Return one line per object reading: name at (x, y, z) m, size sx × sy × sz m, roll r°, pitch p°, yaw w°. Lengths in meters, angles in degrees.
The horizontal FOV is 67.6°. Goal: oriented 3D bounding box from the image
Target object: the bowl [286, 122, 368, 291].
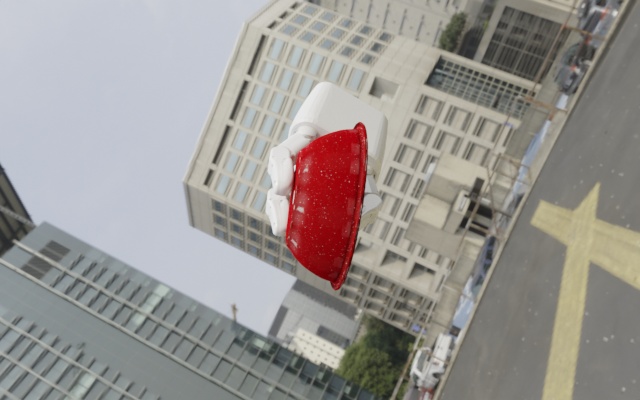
bowl at (0.000, 0.002, 0.454) m, size 0.055 × 0.162 × 0.162 m, roll 8°, pitch -1°, yaw -6°
